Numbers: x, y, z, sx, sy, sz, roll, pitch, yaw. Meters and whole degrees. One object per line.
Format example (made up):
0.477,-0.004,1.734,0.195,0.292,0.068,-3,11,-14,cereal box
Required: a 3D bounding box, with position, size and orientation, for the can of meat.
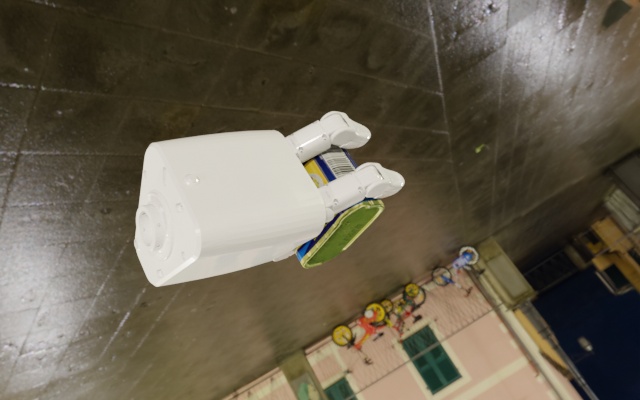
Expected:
0.000,0.002,0.444,0.057,0.084,0.102,-9,-32,-43,can of meat
